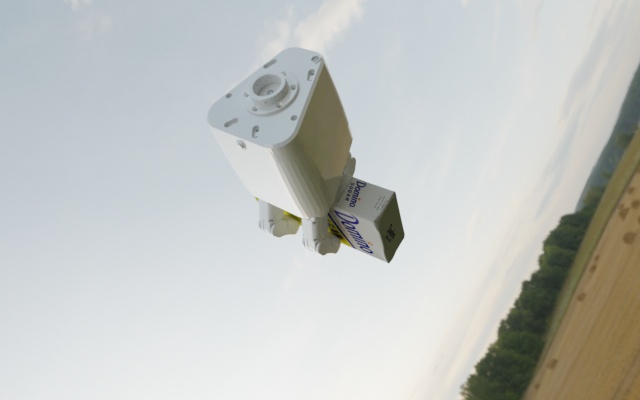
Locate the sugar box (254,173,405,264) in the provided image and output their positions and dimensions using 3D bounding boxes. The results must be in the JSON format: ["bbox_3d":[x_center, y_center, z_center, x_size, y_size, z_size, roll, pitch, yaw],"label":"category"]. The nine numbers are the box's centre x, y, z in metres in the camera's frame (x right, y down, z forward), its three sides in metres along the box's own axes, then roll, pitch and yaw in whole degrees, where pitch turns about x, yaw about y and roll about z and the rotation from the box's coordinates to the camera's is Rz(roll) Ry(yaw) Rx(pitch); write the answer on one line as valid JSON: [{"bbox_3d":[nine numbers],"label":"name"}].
[{"bbox_3d":[0.000,0.002,0.517,0.176,0.048,0.093,24,-22,29],"label":"sugar box"}]
